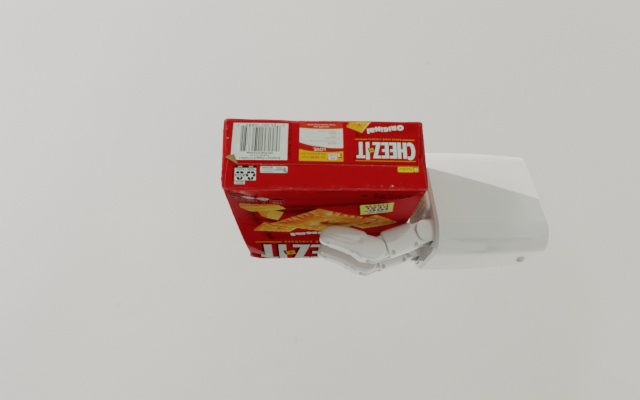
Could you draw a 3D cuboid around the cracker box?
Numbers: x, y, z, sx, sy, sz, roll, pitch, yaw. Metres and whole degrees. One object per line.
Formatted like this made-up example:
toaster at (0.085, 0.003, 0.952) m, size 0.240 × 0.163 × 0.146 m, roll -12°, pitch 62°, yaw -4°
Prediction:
cracker box at (0.000, 0.001, 0.474) m, size 0.164 × 0.072 × 0.214 m, roll 0°, pitch -21°, yaw -2°
